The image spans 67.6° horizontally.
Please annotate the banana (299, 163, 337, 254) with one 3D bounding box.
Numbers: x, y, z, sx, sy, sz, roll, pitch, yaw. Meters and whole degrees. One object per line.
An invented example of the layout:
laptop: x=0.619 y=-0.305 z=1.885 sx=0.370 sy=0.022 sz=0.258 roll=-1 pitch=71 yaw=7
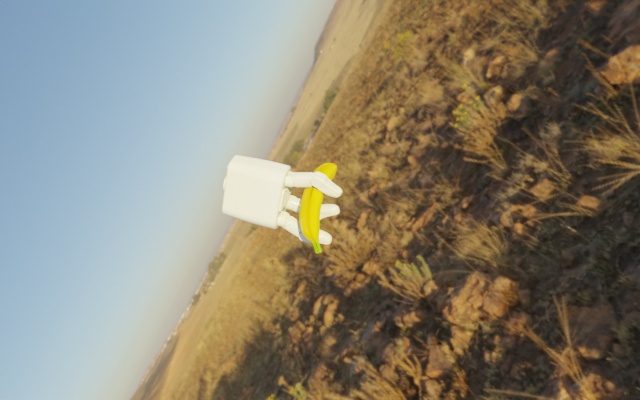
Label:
banana: x=-0.006 y=-0.005 z=0.866 sx=0.037 sy=0.197 sz=0.070 roll=-1 pitch=-35 yaw=21
